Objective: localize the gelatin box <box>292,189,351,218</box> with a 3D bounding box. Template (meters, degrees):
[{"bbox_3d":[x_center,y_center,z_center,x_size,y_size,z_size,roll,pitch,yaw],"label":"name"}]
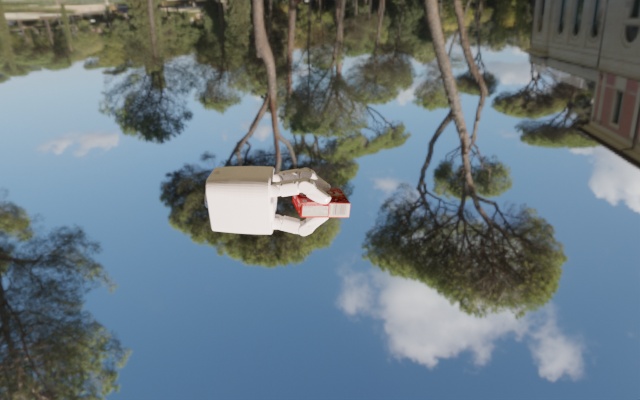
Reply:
[{"bbox_3d":[0.000,0.003,0.832,0.089,0.030,0.073,1,21,-14],"label":"gelatin box"}]
